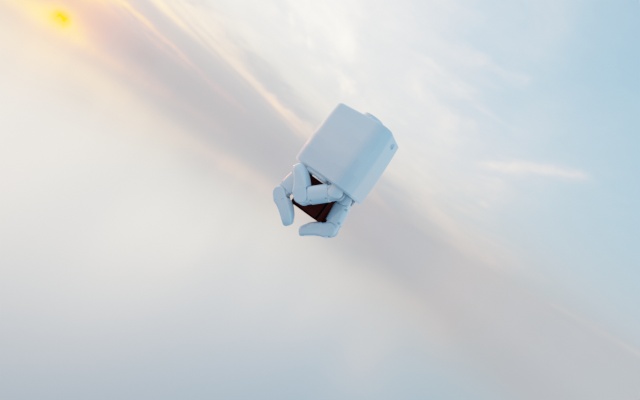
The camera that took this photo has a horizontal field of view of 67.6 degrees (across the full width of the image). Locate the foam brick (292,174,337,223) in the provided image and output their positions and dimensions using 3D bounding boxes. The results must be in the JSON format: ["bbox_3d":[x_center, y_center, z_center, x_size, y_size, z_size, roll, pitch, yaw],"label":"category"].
[{"bbox_3d":[0.000,0.002,0.729,0.053,0.051,0.078,35,1,20],"label":"foam brick"}]
